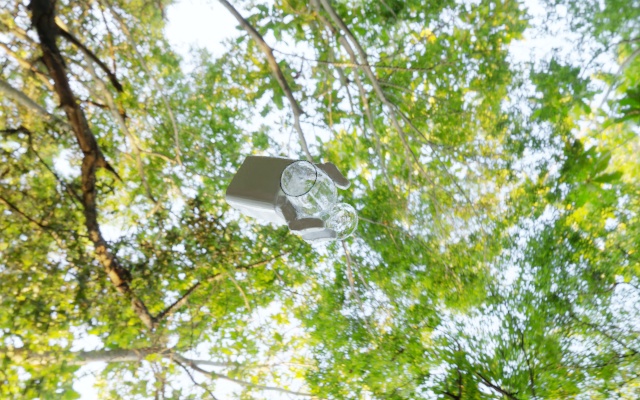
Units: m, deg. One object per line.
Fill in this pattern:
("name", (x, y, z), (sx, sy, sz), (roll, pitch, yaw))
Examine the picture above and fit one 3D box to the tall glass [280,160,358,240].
("tall glass", (0.001, 0.003, 0.807), (0.079, 0.079, 0.201), (0, -22, 21))
